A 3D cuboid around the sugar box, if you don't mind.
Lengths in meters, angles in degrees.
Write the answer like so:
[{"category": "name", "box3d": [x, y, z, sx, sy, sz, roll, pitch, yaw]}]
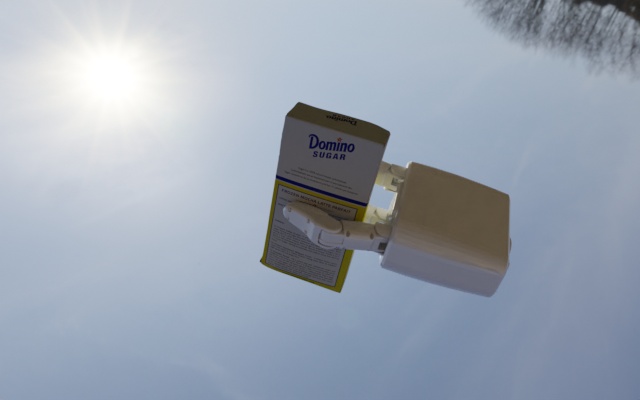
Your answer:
[{"category": "sugar box", "box3d": [0.000, 0.001, 0.468, 0.093, 0.176, 0.048, 18, 31, 6]}]
